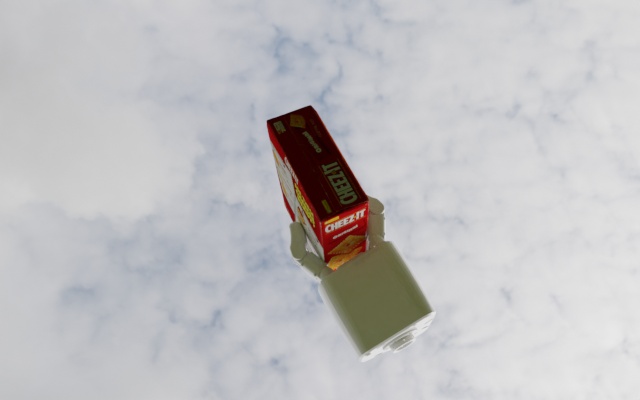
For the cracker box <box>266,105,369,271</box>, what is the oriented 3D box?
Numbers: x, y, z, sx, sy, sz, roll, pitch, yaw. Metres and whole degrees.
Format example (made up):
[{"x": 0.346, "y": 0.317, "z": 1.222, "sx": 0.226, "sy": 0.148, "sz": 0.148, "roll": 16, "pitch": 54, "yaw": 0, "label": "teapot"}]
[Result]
[{"x": 0.000, "y": 0.002, "z": 0.655, "sx": 0.072, "sy": 0.164, "sz": 0.214, "roll": -24, "pitch": -28, "yaw": -11, "label": "cracker box"}]
